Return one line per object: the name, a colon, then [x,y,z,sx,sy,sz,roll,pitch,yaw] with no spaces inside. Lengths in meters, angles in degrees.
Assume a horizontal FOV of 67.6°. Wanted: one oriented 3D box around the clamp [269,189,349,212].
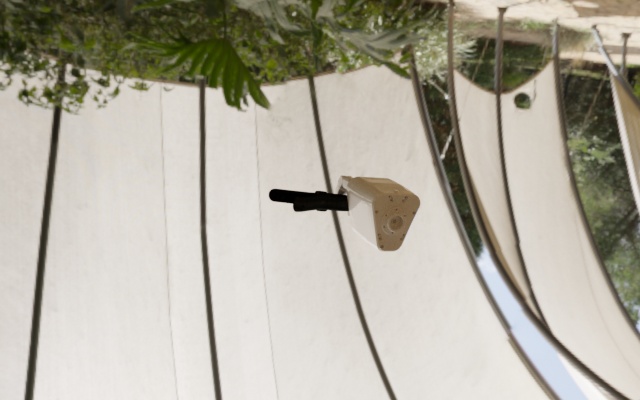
clamp: [0.000,0.003,0.876,0.171,0.039,0.120,2,15,-20]
